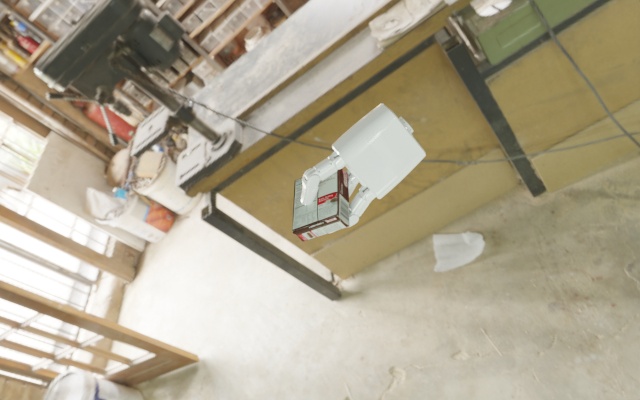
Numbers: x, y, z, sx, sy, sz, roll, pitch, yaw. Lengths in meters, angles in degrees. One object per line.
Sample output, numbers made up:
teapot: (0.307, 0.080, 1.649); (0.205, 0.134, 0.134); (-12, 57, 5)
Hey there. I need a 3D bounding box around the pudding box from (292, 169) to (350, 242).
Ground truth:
pudding box: (0.000, 0.002, 0.790); (0.090, 0.113, 0.039); (-21, -44, 26)
